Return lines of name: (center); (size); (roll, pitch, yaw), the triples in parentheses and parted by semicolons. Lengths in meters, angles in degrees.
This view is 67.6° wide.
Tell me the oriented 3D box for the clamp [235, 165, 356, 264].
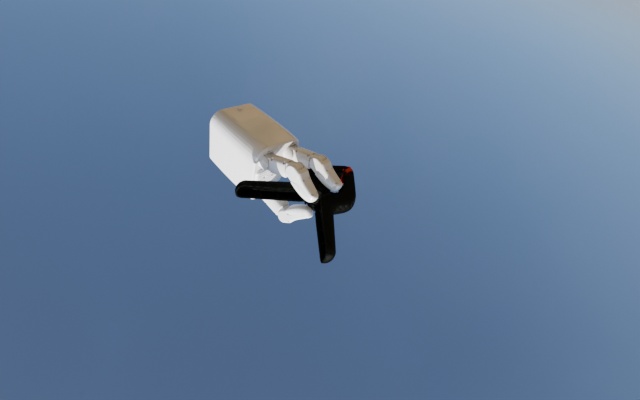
clamp: (0.000, 0.003, 0.700); (0.164, 0.036, 0.210); (42, 38, 17)
